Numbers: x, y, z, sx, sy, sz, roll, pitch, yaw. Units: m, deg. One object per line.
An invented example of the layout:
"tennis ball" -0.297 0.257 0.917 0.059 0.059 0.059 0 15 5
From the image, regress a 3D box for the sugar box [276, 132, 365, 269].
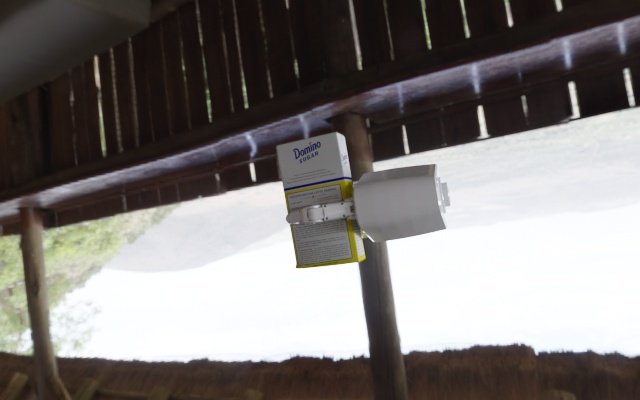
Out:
"sugar box" 0.000 0.002 0.660 0.093 0.176 0.048 -10 -5 19
